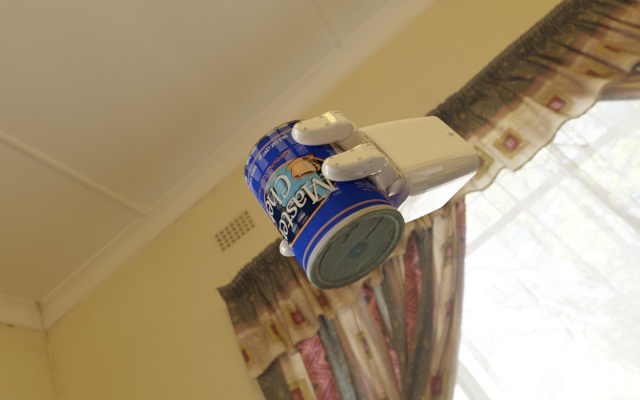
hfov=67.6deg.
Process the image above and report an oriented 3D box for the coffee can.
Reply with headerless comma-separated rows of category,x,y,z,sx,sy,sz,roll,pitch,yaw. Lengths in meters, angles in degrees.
coffee can,0.000,0.002,0.471,0.103,0.103,0.140,0,40,-41
